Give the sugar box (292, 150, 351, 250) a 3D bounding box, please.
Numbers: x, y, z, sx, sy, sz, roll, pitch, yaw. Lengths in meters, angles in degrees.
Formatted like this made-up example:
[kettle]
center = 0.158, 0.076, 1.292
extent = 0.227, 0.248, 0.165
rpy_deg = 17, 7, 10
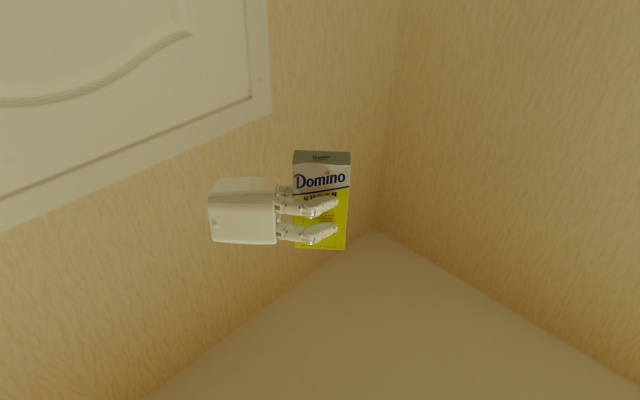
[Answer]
[sugar box]
center = 0.000, 0.003, 0.795
extent = 0.093, 0.176, 0.048
rpy_deg = 2, 38, 1
